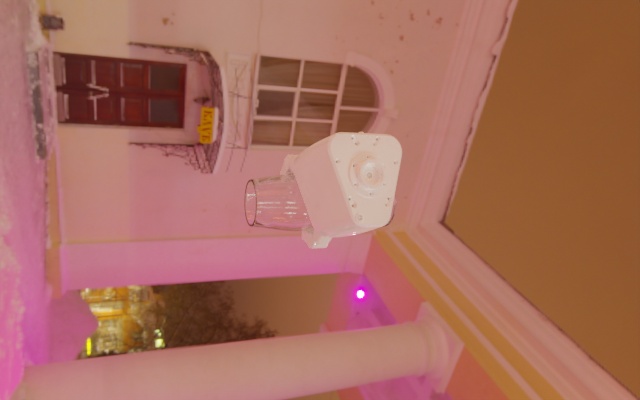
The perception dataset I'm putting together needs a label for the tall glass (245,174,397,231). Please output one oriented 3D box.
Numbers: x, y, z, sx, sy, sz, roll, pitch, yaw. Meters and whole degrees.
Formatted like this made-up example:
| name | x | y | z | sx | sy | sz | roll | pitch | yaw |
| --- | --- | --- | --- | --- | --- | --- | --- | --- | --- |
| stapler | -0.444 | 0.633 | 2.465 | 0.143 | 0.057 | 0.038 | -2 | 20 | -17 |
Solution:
| name | x | y | z | sx | sy | sz | roll | pitch | yaw |
| --- | --- | --- | --- | --- | --- | --- | --- | --- | --- |
| tall glass | 0.001 | 0.002 | 0.661 | 0.201 | 0.079 | 0.079 | -1 | 0 | -22 |
